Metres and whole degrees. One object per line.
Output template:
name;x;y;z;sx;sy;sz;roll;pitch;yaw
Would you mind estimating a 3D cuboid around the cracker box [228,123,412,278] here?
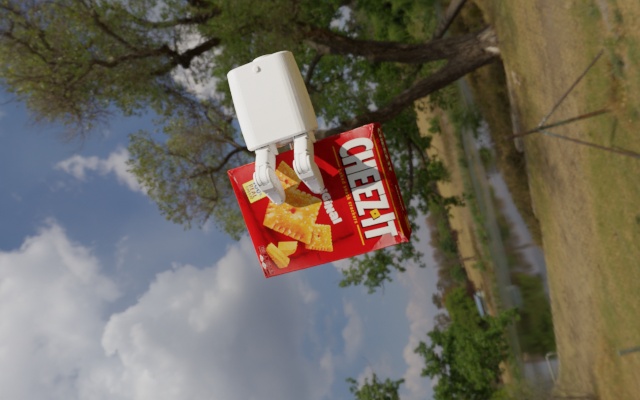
cracker box;0.000;0.002;0.662;0.214;0.164;0.072;-16;6;15
